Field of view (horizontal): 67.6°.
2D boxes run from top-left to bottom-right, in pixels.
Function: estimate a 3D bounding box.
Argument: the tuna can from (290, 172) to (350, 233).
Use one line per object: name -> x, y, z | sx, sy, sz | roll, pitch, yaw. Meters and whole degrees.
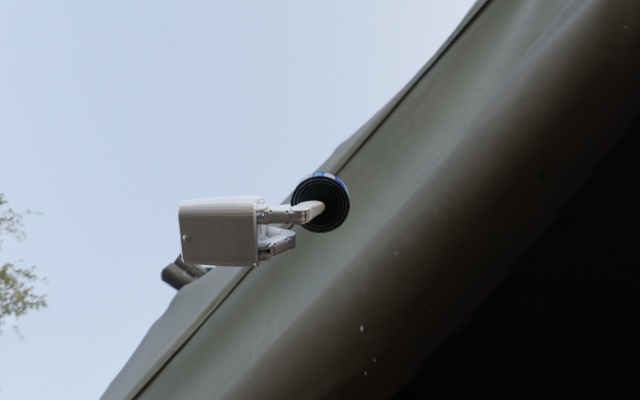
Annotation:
tuna can -> 0.000, 0.002, 0.698 | 0.086, 0.086, 0.033 | 0, 16, 3
